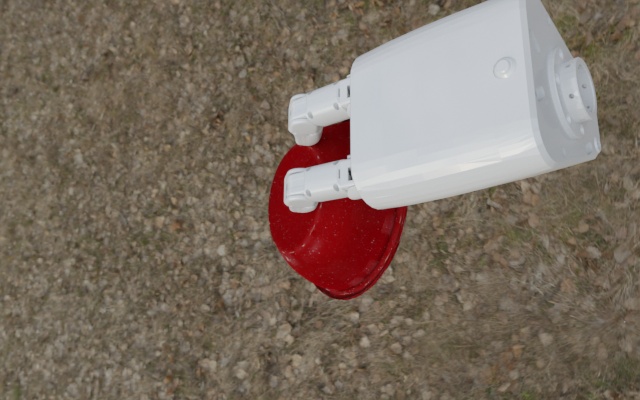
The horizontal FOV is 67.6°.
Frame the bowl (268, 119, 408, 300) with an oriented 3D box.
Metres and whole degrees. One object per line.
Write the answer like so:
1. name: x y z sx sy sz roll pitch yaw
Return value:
1. bowl: -0.001 0.002 0.406 0.055 0.162 0.162 9 -5 -31
